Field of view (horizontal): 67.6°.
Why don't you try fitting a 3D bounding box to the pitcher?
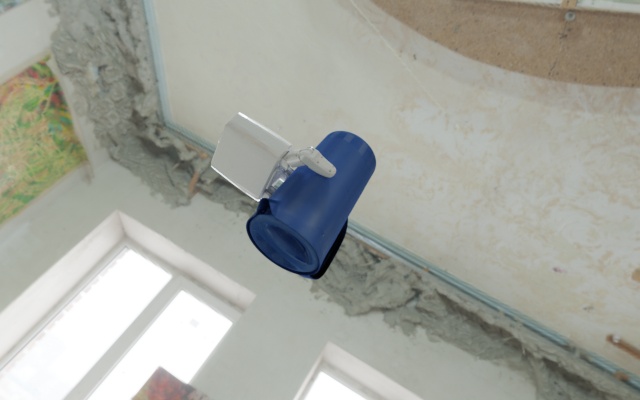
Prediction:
[{"bbox_3d":[0.000,0.002,0.799,0.145,0.242,0.149,34,-34,4],"label":"pitcher"}]
